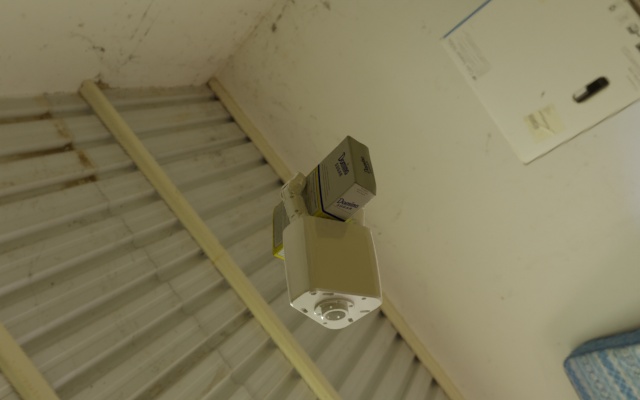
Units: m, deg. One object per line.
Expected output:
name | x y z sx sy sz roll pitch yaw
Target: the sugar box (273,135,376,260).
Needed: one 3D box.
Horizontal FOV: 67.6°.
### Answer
sugar box | 0.000 0.003 0.657 0.048 0.093 0.176 28 -52 -31
